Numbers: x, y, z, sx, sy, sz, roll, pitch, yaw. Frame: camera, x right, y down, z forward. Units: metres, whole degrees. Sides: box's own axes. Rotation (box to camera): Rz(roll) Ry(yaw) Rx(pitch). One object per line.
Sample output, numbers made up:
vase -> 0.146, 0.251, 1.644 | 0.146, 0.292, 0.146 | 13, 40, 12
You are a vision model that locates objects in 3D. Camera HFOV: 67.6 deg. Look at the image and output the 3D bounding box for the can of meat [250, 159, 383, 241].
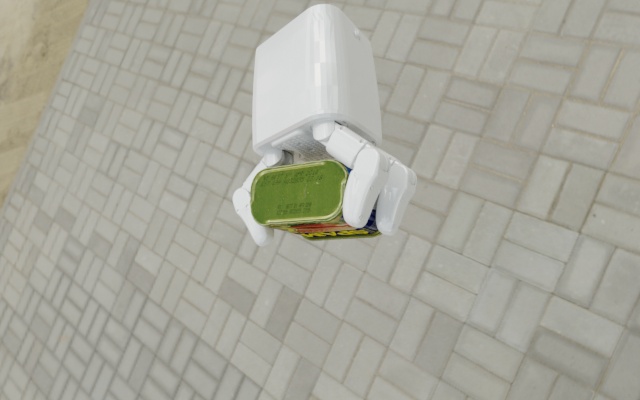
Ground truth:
can of meat -> 0.000, 0.001, 0.427 | 0.102, 0.057, 0.084 | -6, -14, 31
